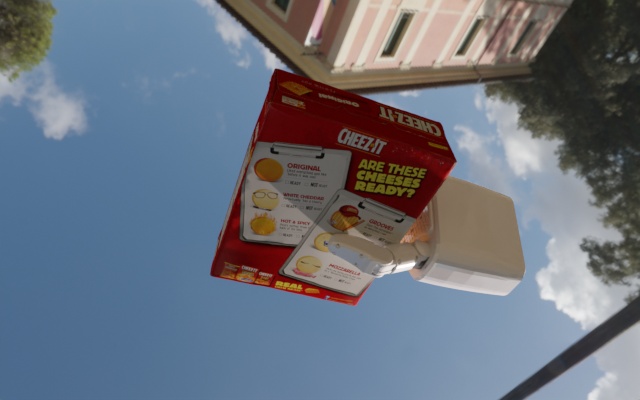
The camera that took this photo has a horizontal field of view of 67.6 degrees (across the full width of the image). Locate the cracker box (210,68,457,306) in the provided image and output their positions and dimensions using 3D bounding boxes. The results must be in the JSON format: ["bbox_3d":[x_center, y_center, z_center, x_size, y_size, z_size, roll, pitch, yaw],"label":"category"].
[{"bbox_3d":[0.000,0.002,0.461,0.164,0.214,0.072,15,39,-14],"label":"cracker box"}]
